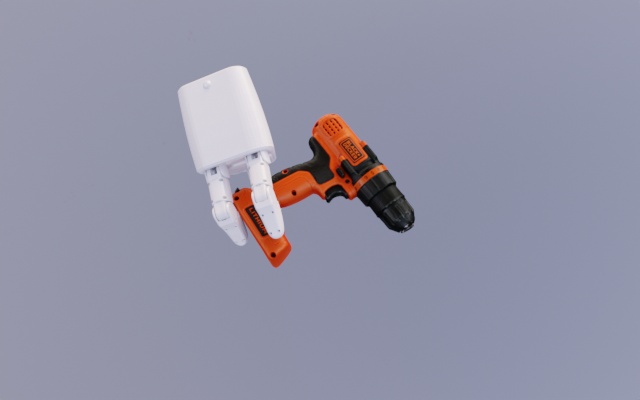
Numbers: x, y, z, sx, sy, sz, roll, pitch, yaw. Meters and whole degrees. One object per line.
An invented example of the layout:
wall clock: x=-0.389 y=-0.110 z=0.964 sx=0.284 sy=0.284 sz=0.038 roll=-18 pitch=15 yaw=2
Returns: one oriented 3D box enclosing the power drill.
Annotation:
power drill: x=0.000 y=0.002 z=0.597 sx=0.187 sy=0.184 sz=0.057 roll=-33 pitch=-19 yaw=-11
